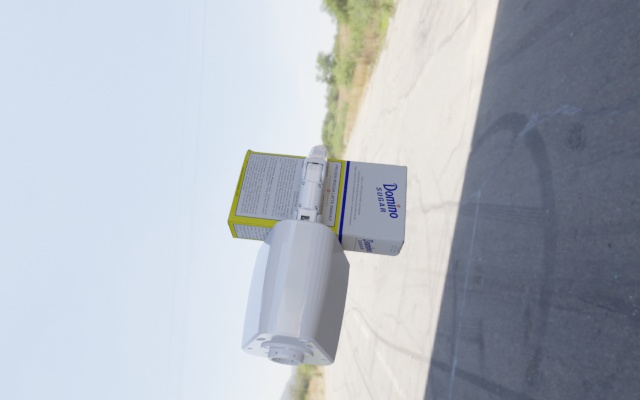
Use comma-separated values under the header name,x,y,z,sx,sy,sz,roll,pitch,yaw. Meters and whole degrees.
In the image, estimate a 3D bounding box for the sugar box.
name,x,y,z,sx,sy,sz,roll,pitch,yaw
sugar box,0.000,0.002,0.503,0.176,0.093,0.048,8,-30,2
